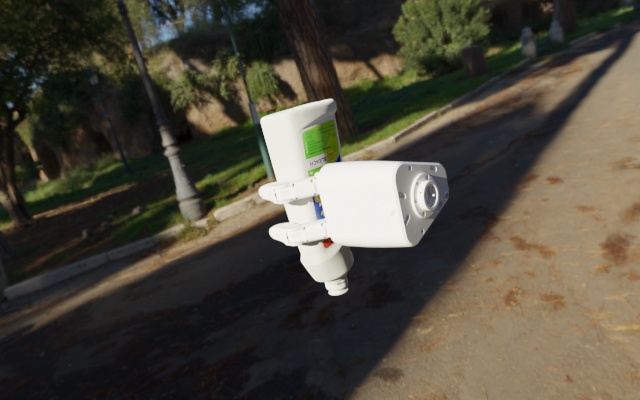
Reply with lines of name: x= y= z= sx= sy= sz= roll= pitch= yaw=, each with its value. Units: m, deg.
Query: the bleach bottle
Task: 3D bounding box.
bleach bottle: x=0.000 y=0.002 z=0.628 sx=0.068 sy=0.251 sz=0.102 roll=-1 pitch=19 yaw=43
